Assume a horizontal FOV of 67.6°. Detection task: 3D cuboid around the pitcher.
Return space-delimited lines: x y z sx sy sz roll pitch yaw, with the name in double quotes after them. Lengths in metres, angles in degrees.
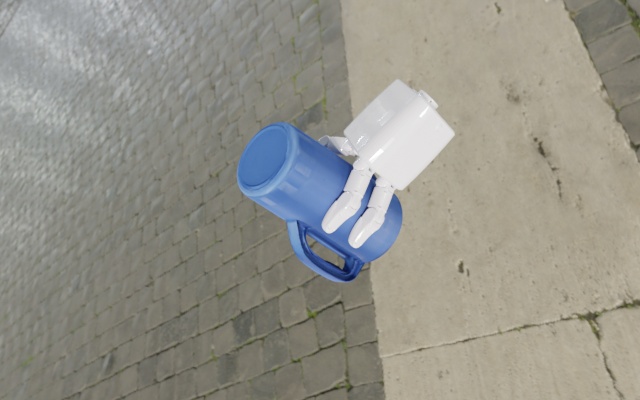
0.000 0.002 0.678 0.243 0.145 0.149 32 19 -43 "pitcher"
